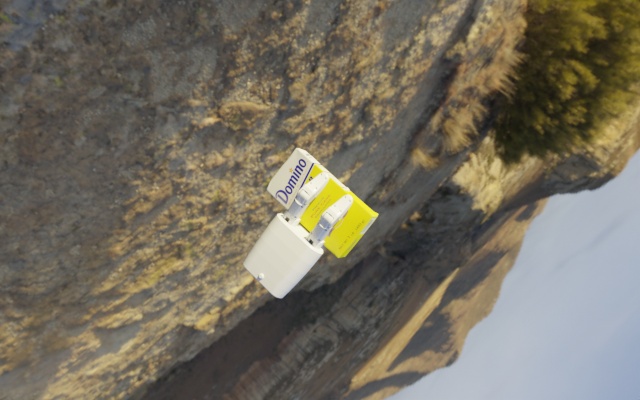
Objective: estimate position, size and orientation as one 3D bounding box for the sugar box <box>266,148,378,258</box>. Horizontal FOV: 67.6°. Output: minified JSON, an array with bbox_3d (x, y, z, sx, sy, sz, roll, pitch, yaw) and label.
[{"bbox_3d":[0.000,0.003,0.794,0.176,0.093,0.048,41,12,15],"label":"sugar box"}]
